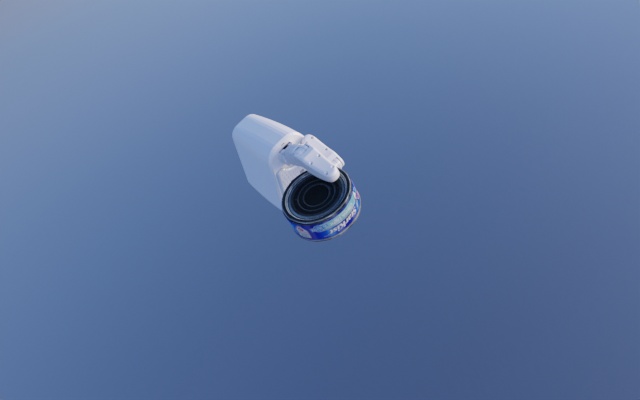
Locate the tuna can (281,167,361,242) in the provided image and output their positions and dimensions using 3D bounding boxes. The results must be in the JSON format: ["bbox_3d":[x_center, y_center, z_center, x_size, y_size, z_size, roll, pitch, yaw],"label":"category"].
[{"bbox_3d":[0.000,0.001,0.537,0.086,0.086,0.034,0,-38,26],"label":"tuna can"}]
